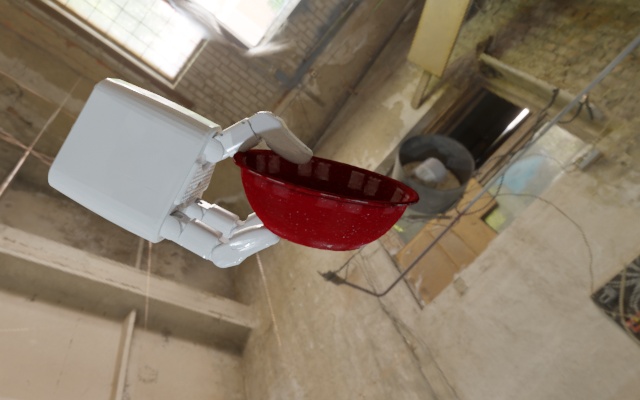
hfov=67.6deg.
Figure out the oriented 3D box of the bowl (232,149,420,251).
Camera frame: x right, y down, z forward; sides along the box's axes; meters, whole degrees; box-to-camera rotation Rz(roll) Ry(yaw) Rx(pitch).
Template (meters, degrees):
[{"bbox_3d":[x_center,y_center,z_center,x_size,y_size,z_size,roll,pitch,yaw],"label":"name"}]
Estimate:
[{"bbox_3d":[0.001,0.002,0.414,0.162,0.055,0.162,12,13,-3],"label":"bowl"}]
